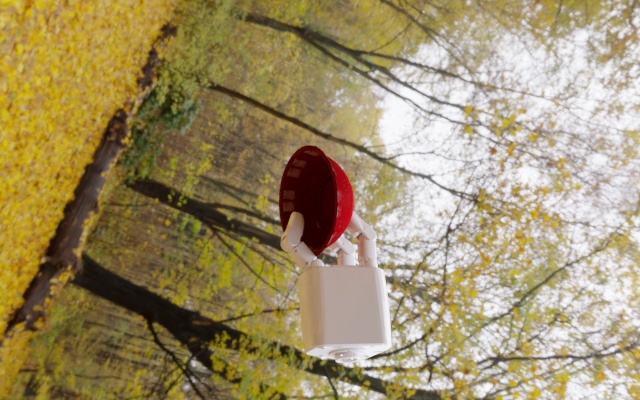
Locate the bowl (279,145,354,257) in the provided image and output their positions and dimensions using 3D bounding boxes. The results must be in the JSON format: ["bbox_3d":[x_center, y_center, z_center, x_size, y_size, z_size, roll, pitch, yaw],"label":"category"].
[{"bbox_3d":[0.000,0.001,0.694,0.055,0.162,0.162,0,0,-33],"label":"bowl"}]
